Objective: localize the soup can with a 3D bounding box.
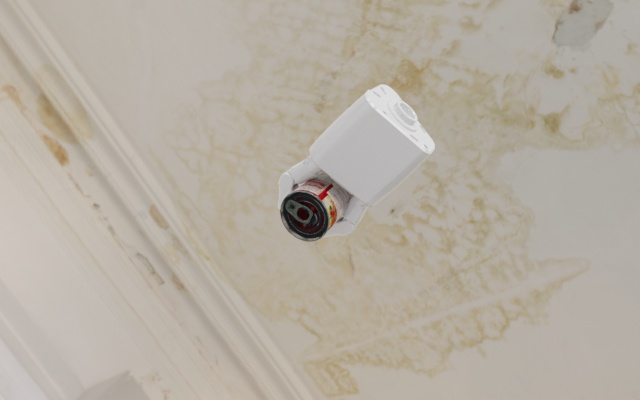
[{"bbox_3d":[0.000,0.002,0.633,0.068,0.068,0.102,0,21,26],"label":"soup can"}]
